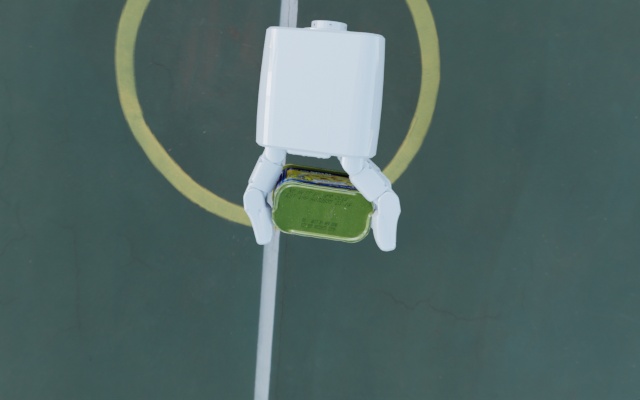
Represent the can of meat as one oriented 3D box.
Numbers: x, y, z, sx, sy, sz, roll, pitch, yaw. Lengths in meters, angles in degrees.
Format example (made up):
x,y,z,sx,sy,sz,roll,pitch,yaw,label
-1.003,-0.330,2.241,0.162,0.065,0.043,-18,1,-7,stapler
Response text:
x,y,z,sx,sy,sz,roll,pitch,yaw,label
0.000,0.002,0.489,0.102,0.057,0.084,8,13,-5,can of meat
